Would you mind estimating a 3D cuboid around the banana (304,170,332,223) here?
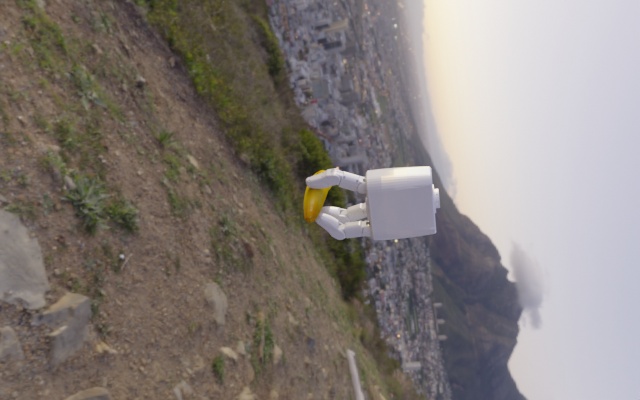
[{"bbox_3d":[-0.001,-0.016,0.856,0.037,0.069,0.197,-2,11,9],"label":"banana"}]
